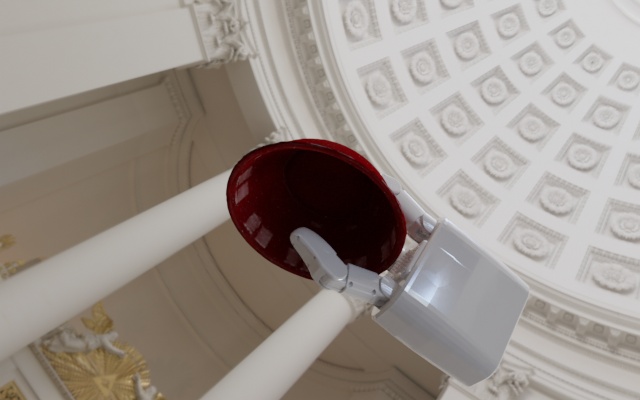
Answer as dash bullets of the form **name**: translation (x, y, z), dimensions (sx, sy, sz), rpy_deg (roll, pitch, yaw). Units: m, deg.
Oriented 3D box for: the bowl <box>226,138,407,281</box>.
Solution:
- **bowl**: translation (-0.001, 0.000, 0.429), dimensions (0.162, 0.162, 0.055), rpy_deg (0, 40, 21)
